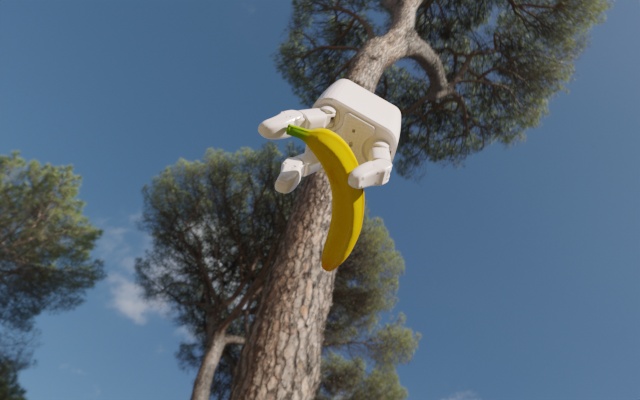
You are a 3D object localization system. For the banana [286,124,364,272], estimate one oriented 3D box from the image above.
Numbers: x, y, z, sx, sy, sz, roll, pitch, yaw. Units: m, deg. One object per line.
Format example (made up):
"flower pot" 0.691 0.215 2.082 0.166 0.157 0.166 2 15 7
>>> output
"banana" 0.017 -0.003 0.552 0.069 0.198 0.037 -6 28 15
